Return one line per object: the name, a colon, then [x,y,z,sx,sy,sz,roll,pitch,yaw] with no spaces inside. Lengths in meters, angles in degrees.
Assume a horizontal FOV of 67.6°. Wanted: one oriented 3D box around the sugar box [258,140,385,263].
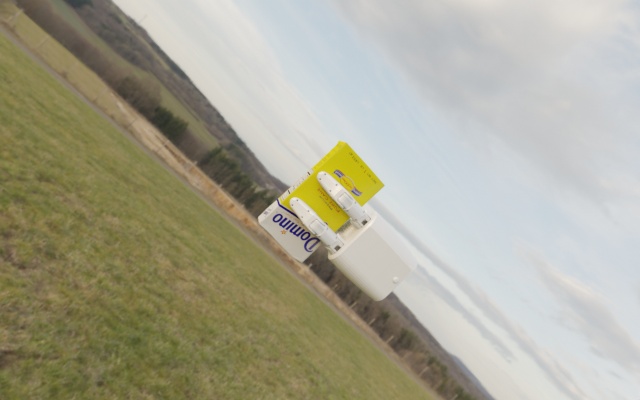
sugar box: [0.000,0.002,0.720,0.093,0.176,0.048,46,0,-15]
